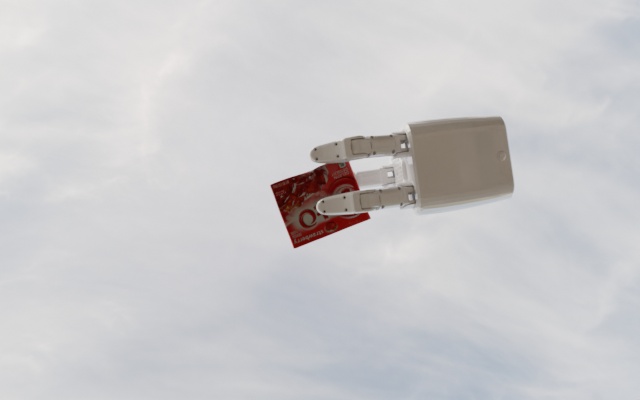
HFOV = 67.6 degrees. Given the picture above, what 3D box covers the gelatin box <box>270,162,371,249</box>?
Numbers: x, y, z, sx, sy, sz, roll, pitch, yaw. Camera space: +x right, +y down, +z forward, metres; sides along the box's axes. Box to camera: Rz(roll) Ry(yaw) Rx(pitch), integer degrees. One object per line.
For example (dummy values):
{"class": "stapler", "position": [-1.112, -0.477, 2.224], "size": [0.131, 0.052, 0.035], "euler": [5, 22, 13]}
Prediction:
{"class": "gelatin box", "position": [0.000, 0.002, 0.513], "size": [0.089, 0.073, 0.030], "euler": [-21, 0, 0]}
